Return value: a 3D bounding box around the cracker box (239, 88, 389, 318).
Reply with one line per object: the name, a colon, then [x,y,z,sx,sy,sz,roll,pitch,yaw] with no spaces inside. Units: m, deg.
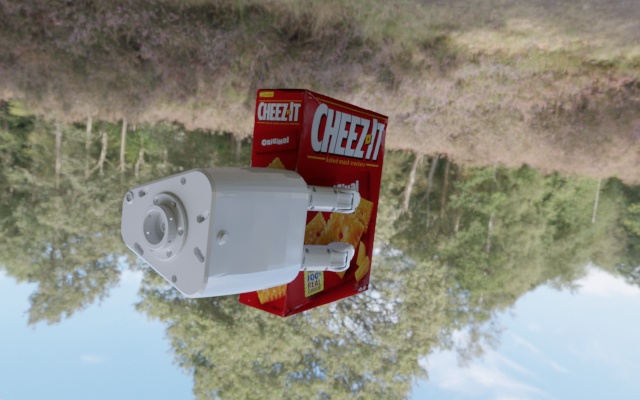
cracker box: [0.000,0.002,0.516,0.072,0.214,0.164,9,5,35]
